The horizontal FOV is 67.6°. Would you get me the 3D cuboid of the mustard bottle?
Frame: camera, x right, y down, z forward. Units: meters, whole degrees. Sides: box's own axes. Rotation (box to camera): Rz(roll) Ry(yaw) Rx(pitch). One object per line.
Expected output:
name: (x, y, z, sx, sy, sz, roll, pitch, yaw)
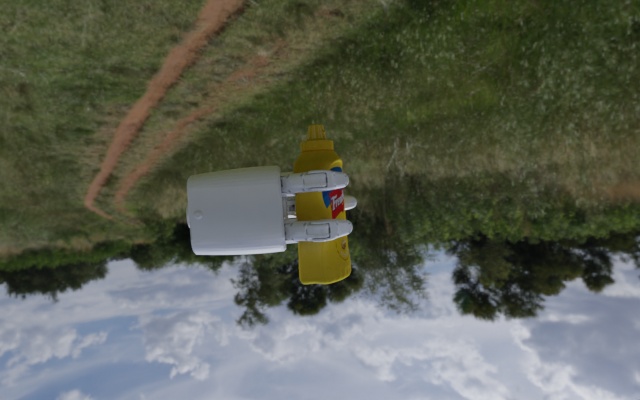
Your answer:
mustard bottle: (0.000, 0.002, 0.593, 0.058, 0.191, 0.096, -4, 0, 22)
